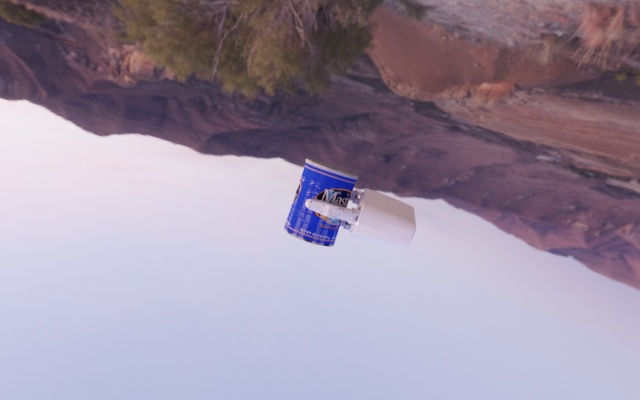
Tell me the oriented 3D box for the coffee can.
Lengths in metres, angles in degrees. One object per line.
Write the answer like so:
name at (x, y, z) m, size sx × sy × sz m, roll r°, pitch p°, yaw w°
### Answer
coffee can at (0.000, 0.003, 0.900) m, size 0.103 × 0.140 × 0.103 m, roll 19°, pitch 8°, yaw -3°
